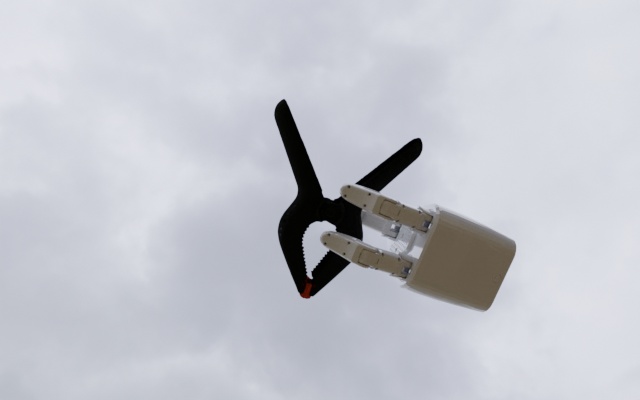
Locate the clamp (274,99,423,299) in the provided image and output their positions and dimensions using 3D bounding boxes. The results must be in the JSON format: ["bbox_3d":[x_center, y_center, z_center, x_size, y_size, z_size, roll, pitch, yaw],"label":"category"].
[{"bbox_3d":[0.000,0.002,0.521,0.164,0.210,0.036,21,7,-10],"label":"clamp"}]
